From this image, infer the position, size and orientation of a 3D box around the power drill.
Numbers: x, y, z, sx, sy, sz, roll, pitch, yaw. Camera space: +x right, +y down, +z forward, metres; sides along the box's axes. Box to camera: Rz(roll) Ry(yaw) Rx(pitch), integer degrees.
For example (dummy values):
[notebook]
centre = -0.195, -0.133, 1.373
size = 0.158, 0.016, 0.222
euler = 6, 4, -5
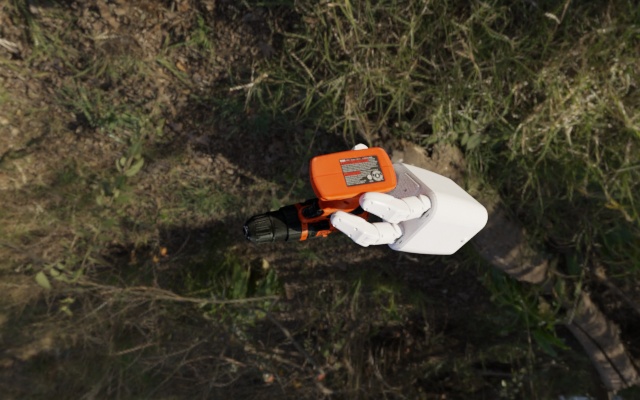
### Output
[power drill]
centre = 0.000, 0.002, 0.615
size = 0.184, 0.057, 0.188
euler = -12, -16, -21
